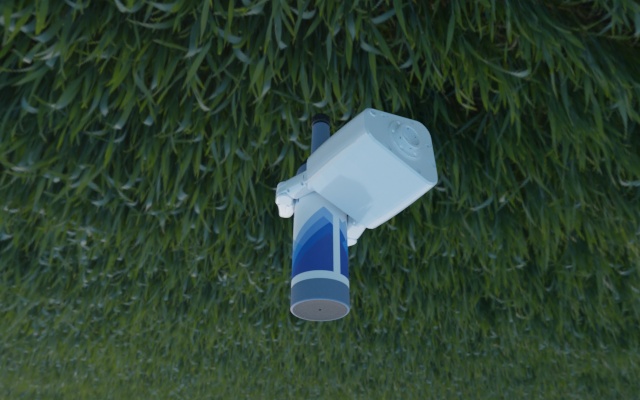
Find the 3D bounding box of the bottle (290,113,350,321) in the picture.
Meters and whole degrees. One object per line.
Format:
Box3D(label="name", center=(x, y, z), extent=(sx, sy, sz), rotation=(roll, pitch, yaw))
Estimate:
Box3D(label="bottle", center=(0.000, 0.002, 0.616), extent=(0.069, 0.295, 0.069), rotation=(0, -35, 0))
